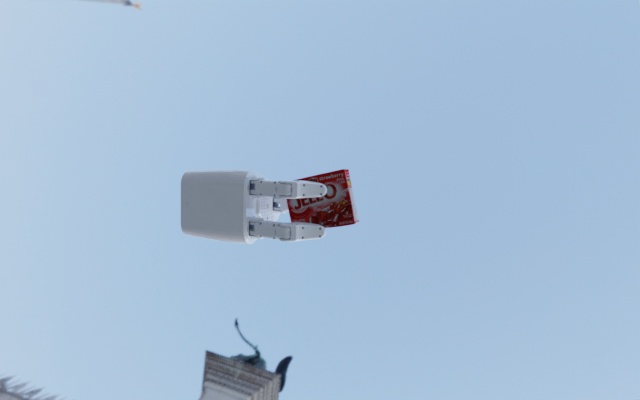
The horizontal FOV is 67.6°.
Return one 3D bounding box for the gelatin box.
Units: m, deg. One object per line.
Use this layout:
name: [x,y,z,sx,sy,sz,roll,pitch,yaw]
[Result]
gelatin box: [0.001,0.002,0.636,0.089,0.073,0.030,-11,1,17]
